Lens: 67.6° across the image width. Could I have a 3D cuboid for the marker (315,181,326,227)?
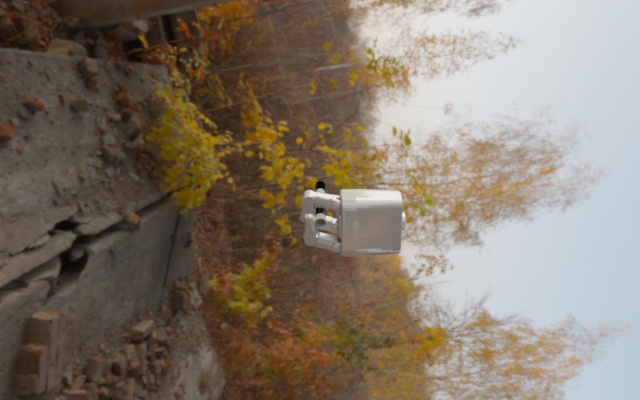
[{"bbox_3d":[0.000,0.003,0.854,0.020,0.020,0.121,0,35,-1],"label":"marker"}]
